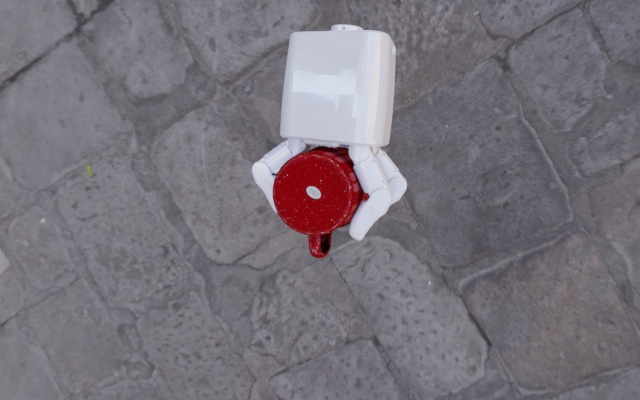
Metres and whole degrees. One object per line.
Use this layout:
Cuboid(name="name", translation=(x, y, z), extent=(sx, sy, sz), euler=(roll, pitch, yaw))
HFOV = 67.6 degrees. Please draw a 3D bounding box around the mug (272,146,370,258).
Cuboid(name="mug", translation=(0.000, 0.003, 0.491), extent=(0.093, 0.117, 0.081), euler=(6, 9, 14))
